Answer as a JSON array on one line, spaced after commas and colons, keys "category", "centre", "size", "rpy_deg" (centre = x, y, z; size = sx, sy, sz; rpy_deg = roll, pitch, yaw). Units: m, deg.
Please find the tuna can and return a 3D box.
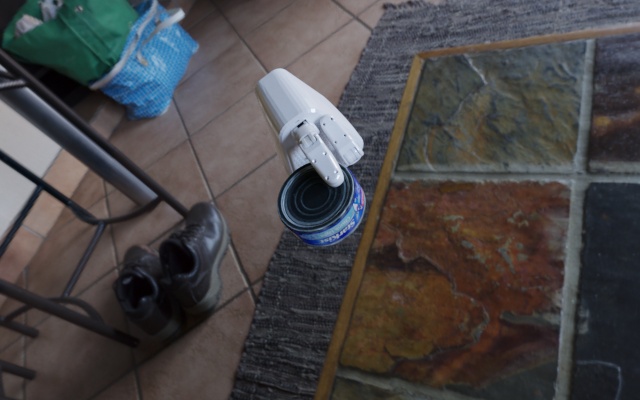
[{"category": "tuna can", "centre": [0.000, 0.001, 0.483], "size": [0.086, 0.086, 0.034], "rpy_deg": [0, -29, 25]}]
